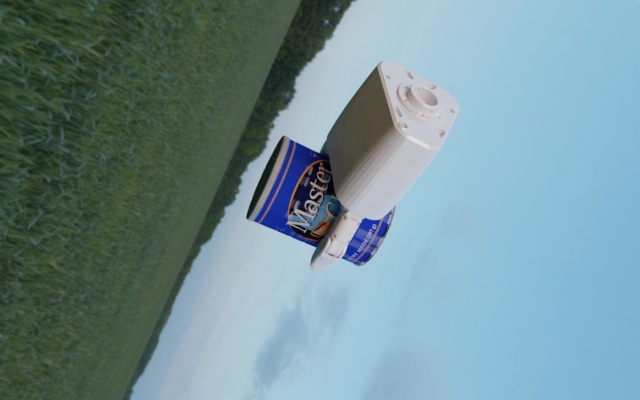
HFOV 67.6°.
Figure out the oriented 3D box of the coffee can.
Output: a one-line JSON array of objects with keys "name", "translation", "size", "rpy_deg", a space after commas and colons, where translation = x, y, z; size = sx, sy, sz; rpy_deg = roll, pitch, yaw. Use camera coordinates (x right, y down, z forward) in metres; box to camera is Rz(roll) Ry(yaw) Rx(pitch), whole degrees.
[{"name": "coffee can", "translation": [0.000, 0.002, 0.545], "size": [0.140, 0.103, 0.103], "rpy_deg": [24, -5, -12]}]
